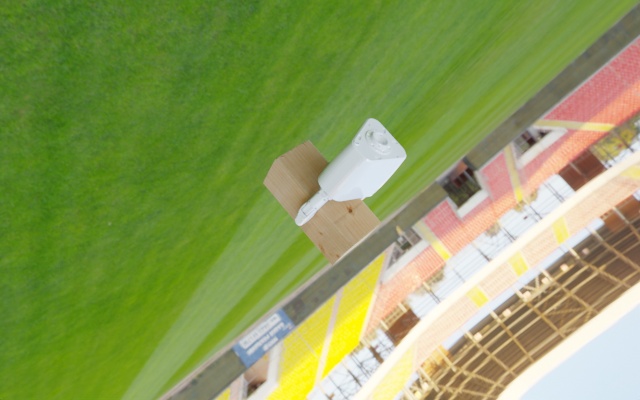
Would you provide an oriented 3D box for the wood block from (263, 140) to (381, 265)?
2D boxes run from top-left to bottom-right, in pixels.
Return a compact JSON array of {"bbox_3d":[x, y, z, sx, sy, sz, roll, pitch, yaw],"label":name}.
[{"bbox_3d":[0.000,0.003,0.886,0.090,0.206,0.090,-34,-11,-35],"label":"wood block"}]
